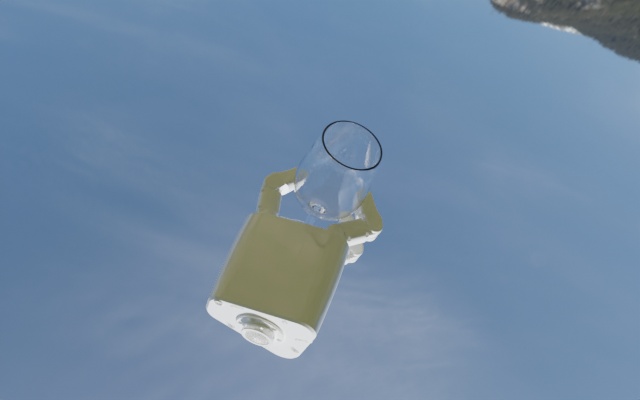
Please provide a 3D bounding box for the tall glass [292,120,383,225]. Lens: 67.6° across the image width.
[{"bbox_3d":[0.000,0.002,0.530,0.079,0.079,0.201,0,-34,-22],"label":"tall glass"}]
